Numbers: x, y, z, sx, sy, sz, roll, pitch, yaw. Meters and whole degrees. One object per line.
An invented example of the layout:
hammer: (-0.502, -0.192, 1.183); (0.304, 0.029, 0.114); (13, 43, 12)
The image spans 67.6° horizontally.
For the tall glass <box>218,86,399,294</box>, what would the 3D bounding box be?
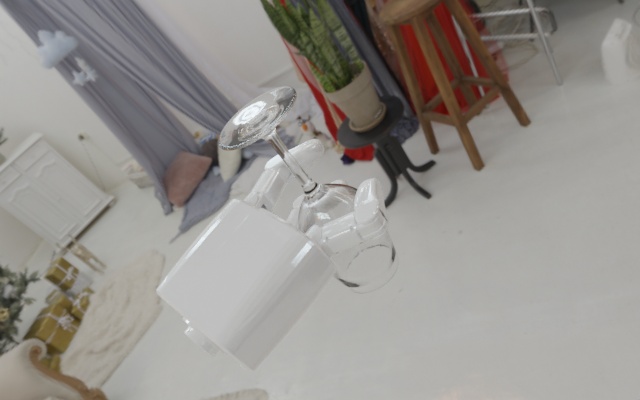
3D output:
tall glass: (0.000, 0.001, 0.427); (0.079, 0.079, 0.201); (0, -42, 44)
